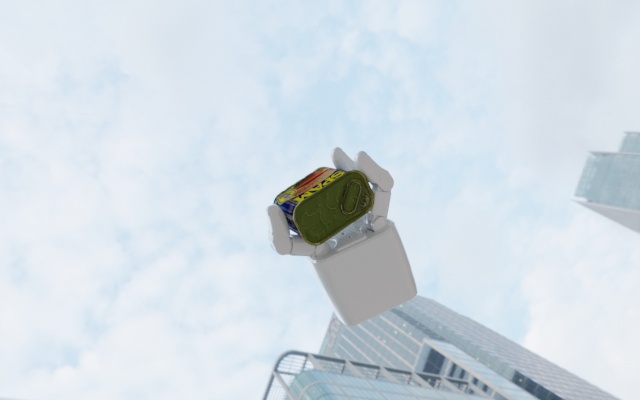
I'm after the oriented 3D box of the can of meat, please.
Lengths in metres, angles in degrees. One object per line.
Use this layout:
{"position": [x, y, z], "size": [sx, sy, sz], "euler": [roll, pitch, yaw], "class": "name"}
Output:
{"position": [0.000, 0.002, 0.582], "size": [0.102, 0.057, 0.084], "euler": [-33, 21, -17], "class": "can of meat"}
